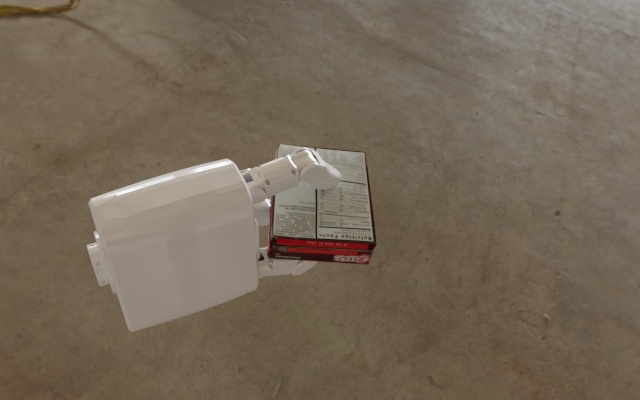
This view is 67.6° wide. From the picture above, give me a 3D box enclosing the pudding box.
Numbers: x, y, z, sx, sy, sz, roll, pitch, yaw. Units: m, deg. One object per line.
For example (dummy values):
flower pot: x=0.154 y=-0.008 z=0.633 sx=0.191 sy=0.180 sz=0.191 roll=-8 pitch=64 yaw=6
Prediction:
pudding box: x=0.000 y=0.001 z=0.434 sx=0.090 sy=0.113 sz=0.039 roll=5 pitch=-38 yaw=-8
